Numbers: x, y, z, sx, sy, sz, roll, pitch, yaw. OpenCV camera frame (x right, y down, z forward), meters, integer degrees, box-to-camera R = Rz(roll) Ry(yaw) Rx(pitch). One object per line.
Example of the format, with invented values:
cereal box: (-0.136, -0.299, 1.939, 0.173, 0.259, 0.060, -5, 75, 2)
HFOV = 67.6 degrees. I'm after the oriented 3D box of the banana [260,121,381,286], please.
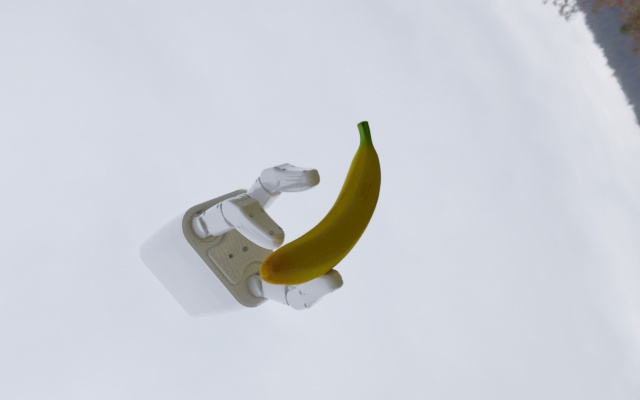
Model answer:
banana: (0.013, 0.013, 0.417, 0.037, 0.070, 0.197, -19, 29, 42)
